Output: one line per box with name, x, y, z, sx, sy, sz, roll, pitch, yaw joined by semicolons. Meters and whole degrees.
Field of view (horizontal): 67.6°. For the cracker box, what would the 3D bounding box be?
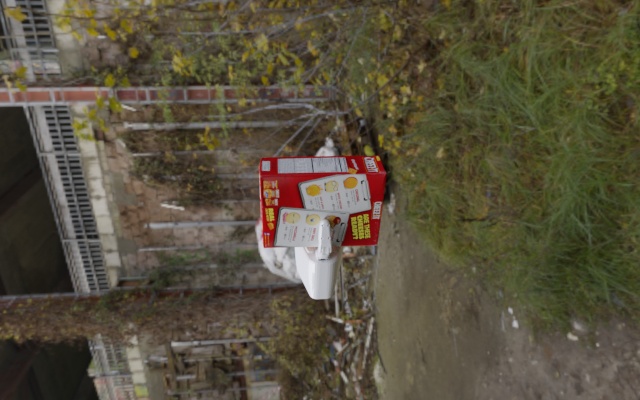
cracker box;0.000;0.003;0.858;0.214;0.164;0.072;-2;37;-5
